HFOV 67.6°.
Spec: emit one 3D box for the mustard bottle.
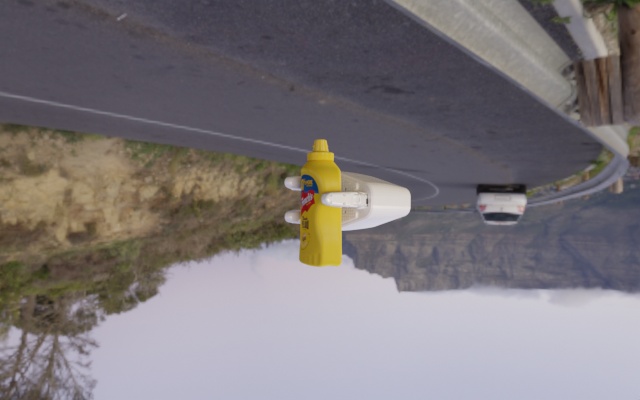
[{"bbox_3d":[0.000,0.003,0.734,0.058,0.191,0.096,1,-1,-19],"label":"mustard bottle"}]
